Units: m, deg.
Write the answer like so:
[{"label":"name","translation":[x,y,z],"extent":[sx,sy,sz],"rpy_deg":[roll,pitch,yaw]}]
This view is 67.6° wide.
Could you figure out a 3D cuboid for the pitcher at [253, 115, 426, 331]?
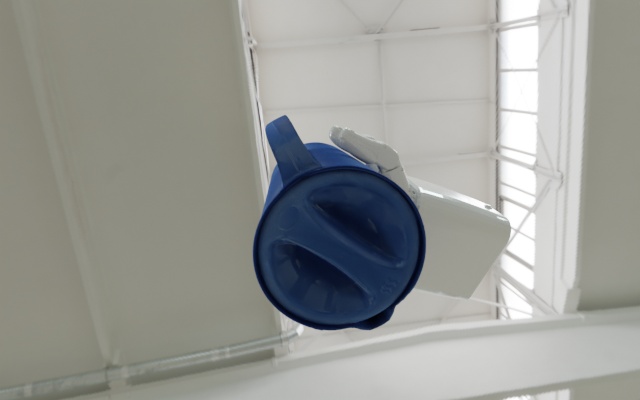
[{"label":"pitcher","translation":[0.000,0.002,0.468],"extent":[0.145,0.149,0.242],"rpy_deg":[15,13,-10]}]
